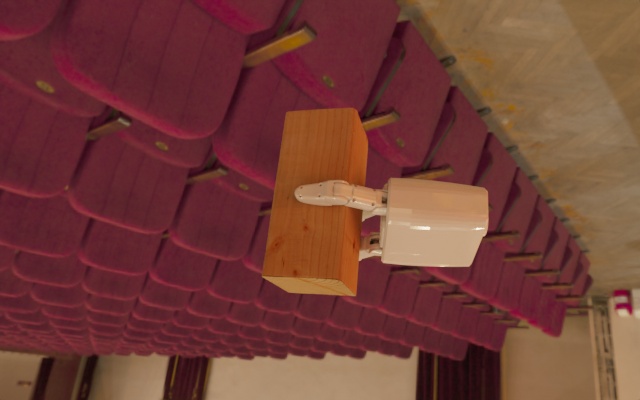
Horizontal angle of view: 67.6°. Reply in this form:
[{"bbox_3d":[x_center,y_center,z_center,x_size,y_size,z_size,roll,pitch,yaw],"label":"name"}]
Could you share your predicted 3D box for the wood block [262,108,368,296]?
[{"bbox_3d":[0.000,0.002,0.576,0.090,0.206,0.091,0,-22,16],"label":"wood block"}]
